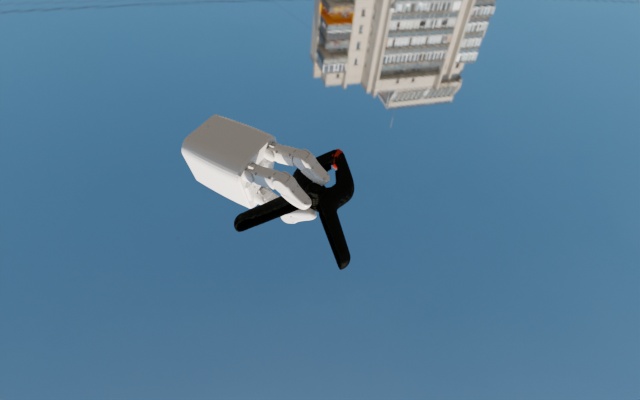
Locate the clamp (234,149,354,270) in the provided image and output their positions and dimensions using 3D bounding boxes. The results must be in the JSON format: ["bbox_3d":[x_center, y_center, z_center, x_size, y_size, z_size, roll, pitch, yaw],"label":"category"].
[{"bbox_3d":[0.000,0.002,0.687,0.164,0.036,0.210,25,49,15],"label":"clamp"}]
